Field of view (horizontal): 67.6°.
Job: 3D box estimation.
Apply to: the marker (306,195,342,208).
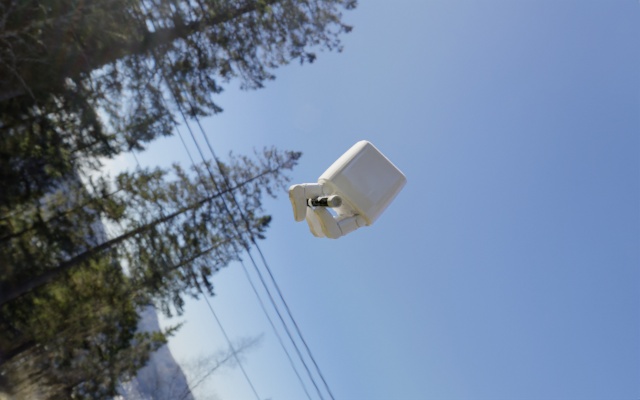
[{"bbox_3d":[0.000,0.003,0.767,0.020,0.020,0.121,0,-1,-24],"label":"marker"}]
